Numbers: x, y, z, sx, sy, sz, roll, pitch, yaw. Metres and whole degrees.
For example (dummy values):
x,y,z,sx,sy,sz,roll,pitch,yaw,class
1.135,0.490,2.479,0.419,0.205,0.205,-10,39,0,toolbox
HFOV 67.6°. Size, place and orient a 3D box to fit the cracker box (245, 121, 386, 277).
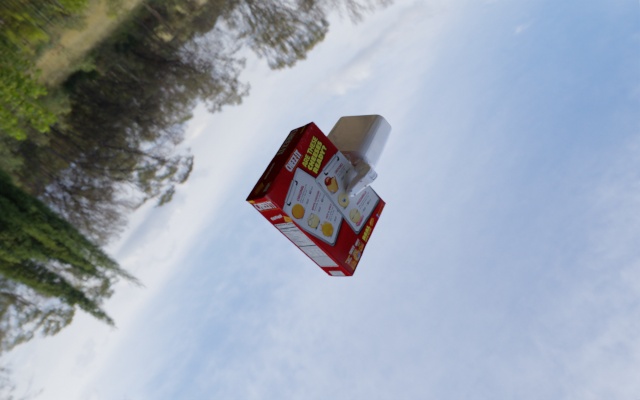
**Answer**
x,y,z,sx,sy,sz,roll,pitch,yaw,class
0.000,0.003,0.808,0.072,0.164,0.214,-12,-49,49,cracker box
